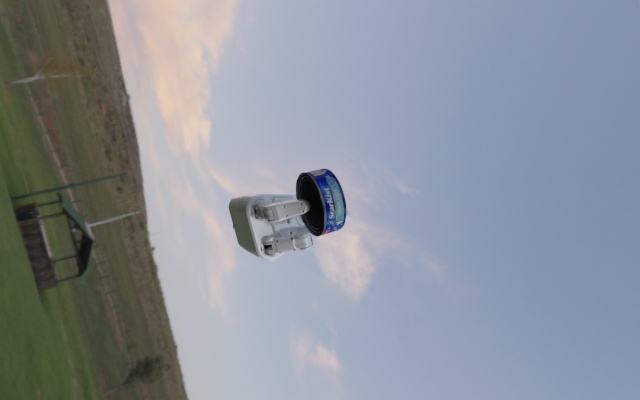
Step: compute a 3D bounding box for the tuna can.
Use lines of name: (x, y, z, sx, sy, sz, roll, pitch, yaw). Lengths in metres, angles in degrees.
tuna can: (0.001, 0.002, 0.626, 0.034, 0.086, 0.086, -14, 6, -23)
